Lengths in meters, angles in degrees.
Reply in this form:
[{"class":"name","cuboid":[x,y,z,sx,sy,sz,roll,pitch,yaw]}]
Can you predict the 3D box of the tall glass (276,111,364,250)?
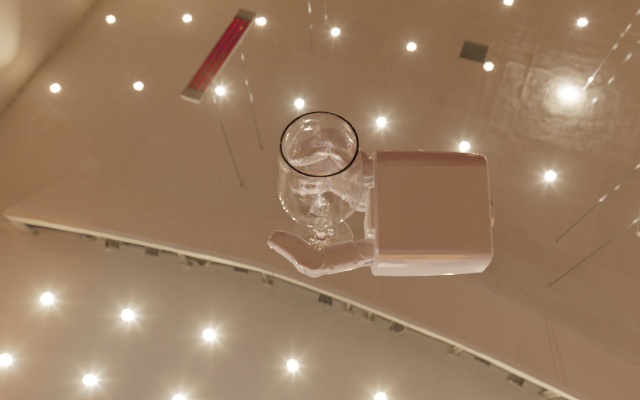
[{"class":"tall glass","cuboid":[0.000,0.002,0.455,0.079,0.079,0.201,0,-27,1]}]
